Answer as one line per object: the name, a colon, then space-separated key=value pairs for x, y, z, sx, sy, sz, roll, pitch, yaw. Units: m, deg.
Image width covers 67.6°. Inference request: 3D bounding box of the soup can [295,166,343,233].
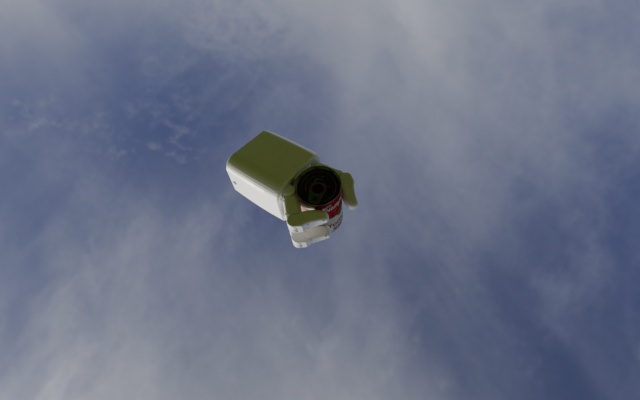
soup can: x=0.001 y=0.003 z=0.738 sx=0.068 sy=0.068 sz=0.102 roll=0 pitch=-29 yaw=5
